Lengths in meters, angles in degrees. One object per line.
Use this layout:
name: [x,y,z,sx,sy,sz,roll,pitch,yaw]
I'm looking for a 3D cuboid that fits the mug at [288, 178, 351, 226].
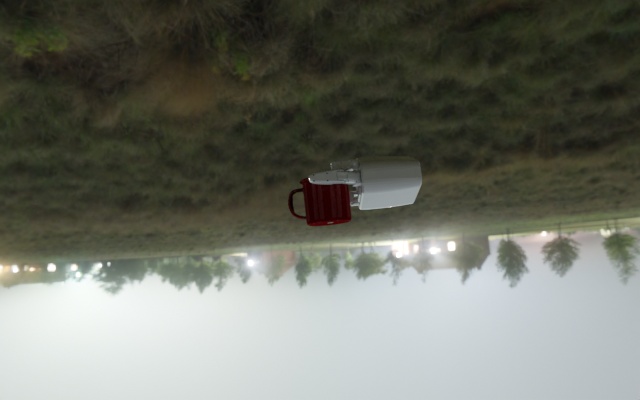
mug: [-0.001,0.003,0.859,0.117,0.081,0.093,-5,-7,-1]
